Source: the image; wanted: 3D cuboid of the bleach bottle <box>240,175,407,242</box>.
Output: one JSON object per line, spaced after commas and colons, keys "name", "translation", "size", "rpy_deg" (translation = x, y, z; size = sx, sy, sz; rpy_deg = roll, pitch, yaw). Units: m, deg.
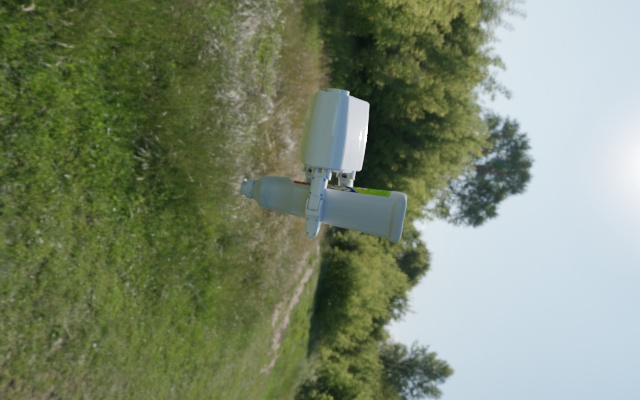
{"name": "bleach bottle", "translation": [0.000, 0.002, 0.721], "size": [0.251, 0.068, 0.102], "rpy_deg": [10, 10, 8]}
